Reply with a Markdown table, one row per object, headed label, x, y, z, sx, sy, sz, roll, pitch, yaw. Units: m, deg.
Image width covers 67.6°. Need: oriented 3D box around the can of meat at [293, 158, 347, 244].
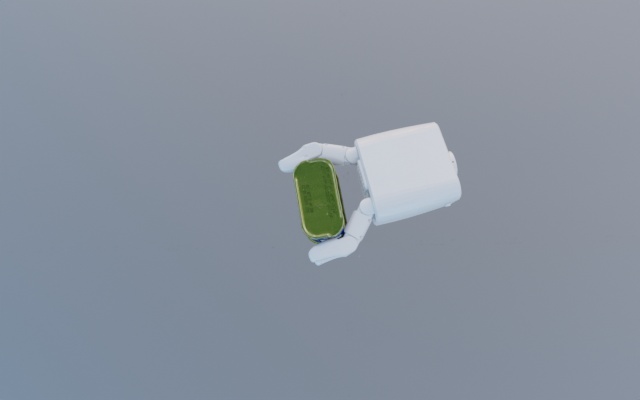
| label | x | y | z | sx | sy | sz | roll | pitch | yaw |
| --- | --- | --- | --- | --- | --- | --- | --- | --- | --- |
| can of meat | 0.000 | 0.002 | 0.601 | 0.057 | 0.102 | 0.084 | -11 | -7 | 2 |
